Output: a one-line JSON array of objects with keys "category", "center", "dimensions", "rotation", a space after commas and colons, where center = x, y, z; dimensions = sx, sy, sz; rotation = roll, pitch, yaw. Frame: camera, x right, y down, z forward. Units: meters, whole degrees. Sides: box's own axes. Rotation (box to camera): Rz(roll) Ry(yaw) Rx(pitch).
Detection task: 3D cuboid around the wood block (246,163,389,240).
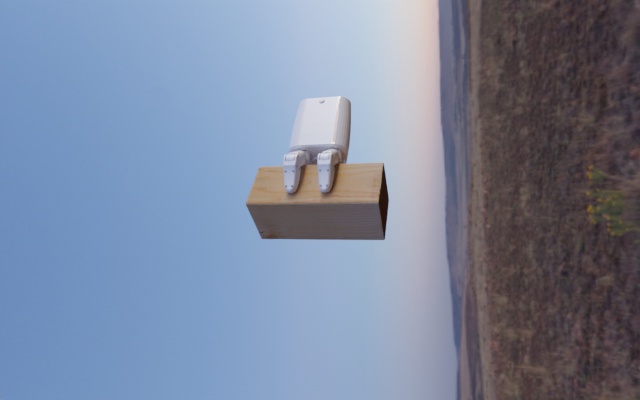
[{"category": "wood block", "center": [0.000, 0.002, 0.767], "dimensions": [0.206, 0.090, 0.091], "rotation": [-1, -43, 15]}]
